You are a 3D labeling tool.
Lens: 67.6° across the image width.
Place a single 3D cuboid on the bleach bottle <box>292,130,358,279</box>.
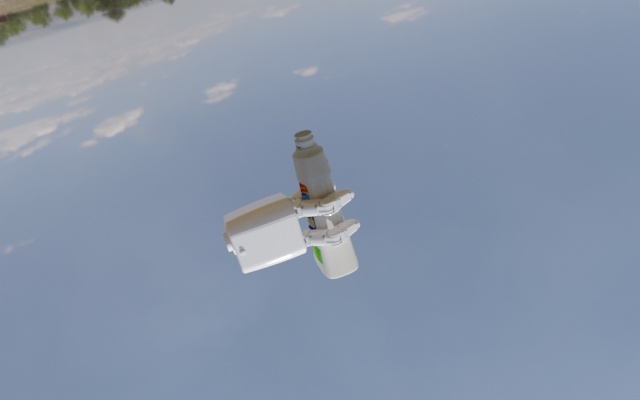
[{"bbox_3d":[0.000,0.003,0.790,0.068,0.251,0.102,-20,27,-9],"label":"bleach bottle"}]
